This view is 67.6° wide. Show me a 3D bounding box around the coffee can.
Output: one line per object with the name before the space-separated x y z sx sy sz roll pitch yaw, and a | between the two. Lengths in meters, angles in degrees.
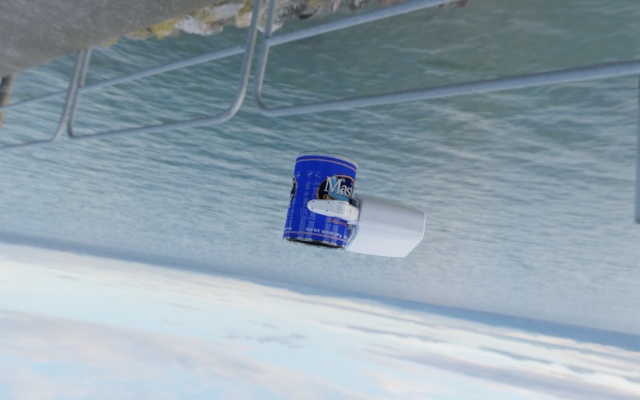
coffee can | 0.000 0.002 0.773 0.103 0.140 0.103 8 -10 2
